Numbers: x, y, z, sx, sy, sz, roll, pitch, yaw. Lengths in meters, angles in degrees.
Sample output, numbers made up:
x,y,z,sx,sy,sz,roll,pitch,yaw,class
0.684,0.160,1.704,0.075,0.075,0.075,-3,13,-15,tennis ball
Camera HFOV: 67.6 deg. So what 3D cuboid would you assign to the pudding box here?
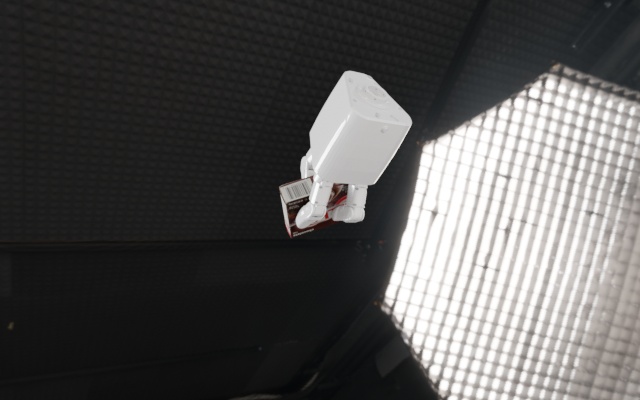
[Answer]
x,y,z,sx,sy,sz,roll,pitch,yaw,class
0.000,0.002,0.703,0.113,0.039,0.090,-16,-37,-9,pudding box
